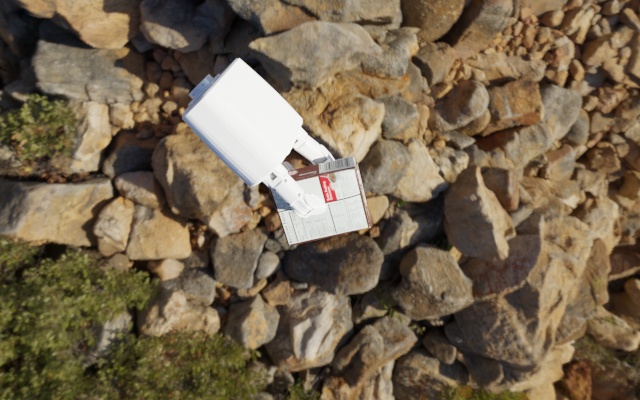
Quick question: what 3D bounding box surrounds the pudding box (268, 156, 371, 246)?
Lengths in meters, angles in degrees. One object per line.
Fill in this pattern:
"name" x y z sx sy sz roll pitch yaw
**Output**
"pudding box" 0.000 0.002 0.604 0.113 0.090 0.039 -12 26 7
